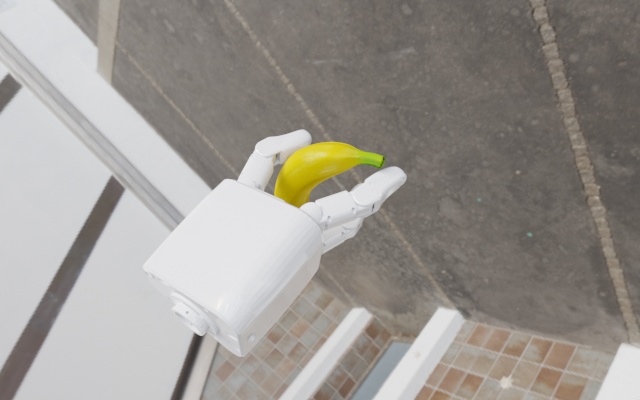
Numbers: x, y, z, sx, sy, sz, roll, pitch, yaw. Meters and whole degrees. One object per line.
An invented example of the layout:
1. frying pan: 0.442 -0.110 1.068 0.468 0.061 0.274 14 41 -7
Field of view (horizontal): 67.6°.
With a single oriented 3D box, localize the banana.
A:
1. banana: -0.013 -0.011 0.485 0.069 0.037 0.198 39 -31 -6
